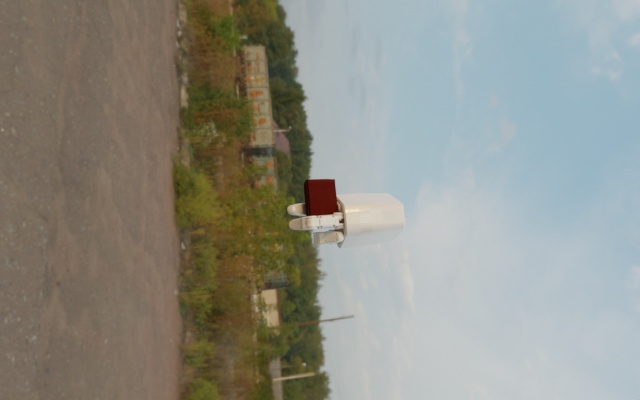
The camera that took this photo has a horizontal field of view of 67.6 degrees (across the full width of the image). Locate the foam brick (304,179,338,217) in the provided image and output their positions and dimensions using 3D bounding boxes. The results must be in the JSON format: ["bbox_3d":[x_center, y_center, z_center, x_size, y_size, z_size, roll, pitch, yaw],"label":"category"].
[{"bbox_3d":[0.000,0.002,0.846,0.051,0.078,0.053,-5,-4,-7],"label":"foam brick"}]
